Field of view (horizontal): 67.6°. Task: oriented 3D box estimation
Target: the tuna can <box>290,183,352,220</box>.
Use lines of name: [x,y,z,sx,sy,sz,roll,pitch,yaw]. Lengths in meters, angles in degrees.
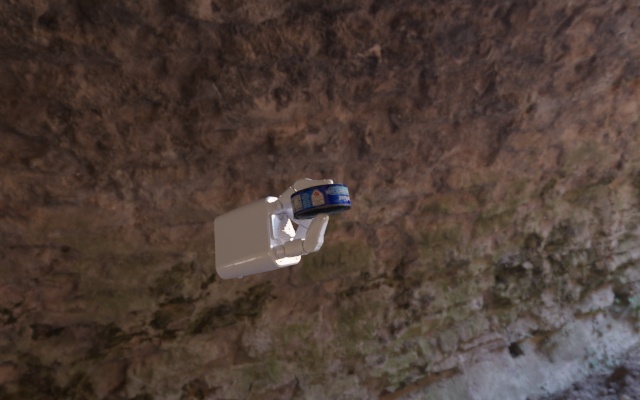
tuna can: [0.000,0.002,0.690,0.086,0.033,0.086,-10,-10,-2]
